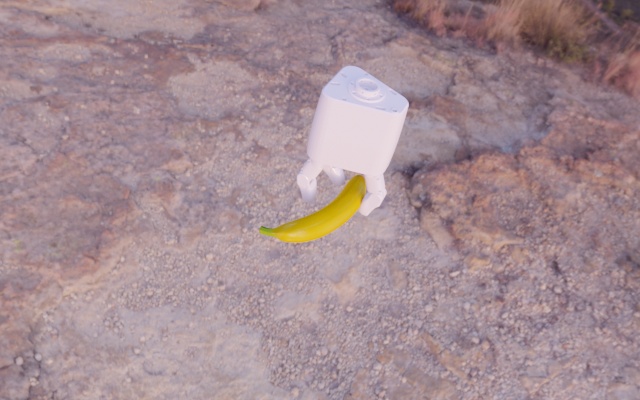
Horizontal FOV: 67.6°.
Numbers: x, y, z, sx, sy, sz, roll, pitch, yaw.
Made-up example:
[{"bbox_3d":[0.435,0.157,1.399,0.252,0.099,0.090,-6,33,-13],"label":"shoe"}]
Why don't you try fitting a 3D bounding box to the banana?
[{"bbox_3d":[0.009,0.015,0.706,0.197,0.037,0.069,-27,56,-30],"label":"banana"}]
